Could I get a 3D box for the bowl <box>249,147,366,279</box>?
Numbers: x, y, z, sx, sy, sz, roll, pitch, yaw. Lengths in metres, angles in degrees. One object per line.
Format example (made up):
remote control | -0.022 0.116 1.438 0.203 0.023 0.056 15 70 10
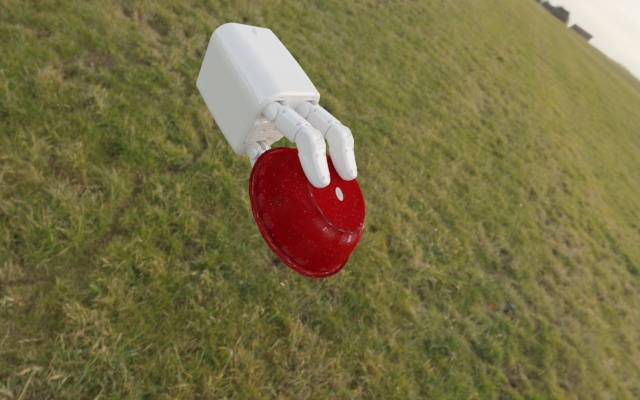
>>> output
bowl | 0.001 0.003 0.531 0.055 0.162 0.162 -28 -17 36
